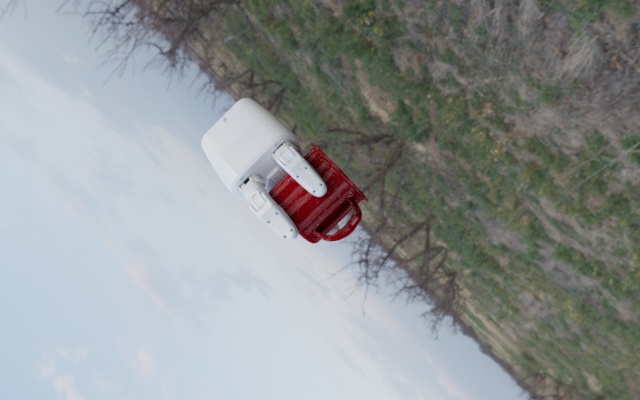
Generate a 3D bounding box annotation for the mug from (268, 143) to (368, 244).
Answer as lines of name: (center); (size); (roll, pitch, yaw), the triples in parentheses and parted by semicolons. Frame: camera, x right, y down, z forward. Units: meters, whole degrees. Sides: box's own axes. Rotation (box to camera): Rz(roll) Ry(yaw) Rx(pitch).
mug: (0.001, 0.003, 0.540); (0.117, 0.081, 0.093); (48, 3, 39)
